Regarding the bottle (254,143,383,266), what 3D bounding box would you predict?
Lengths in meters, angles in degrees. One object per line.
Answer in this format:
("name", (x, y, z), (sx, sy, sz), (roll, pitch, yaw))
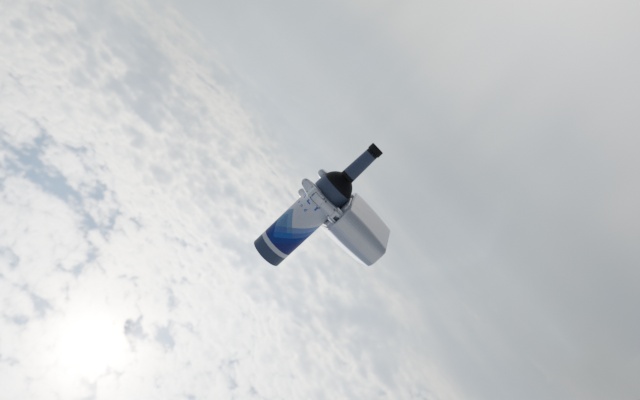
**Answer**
("bottle", (0.000, 0.003, 0.900), (0.296, 0.069, 0.069), (-43, -9, 10))
